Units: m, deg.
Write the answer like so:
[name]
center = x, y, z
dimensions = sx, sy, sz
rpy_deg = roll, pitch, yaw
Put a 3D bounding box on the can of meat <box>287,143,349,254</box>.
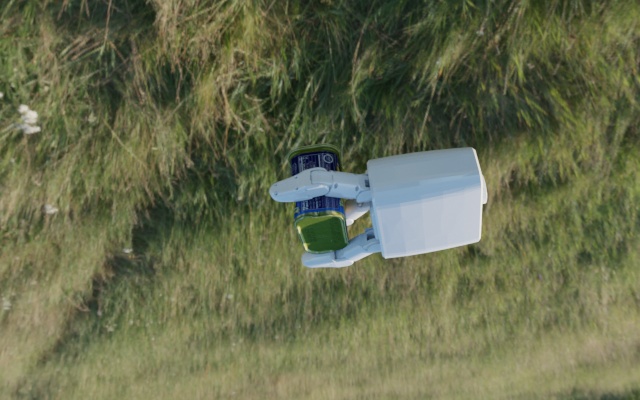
[can of meat]
center = 0.000, 0.002, 0.524
dimensions = 0.057, 0.084, 0.102
rpy_deg = -8, -29, 4
